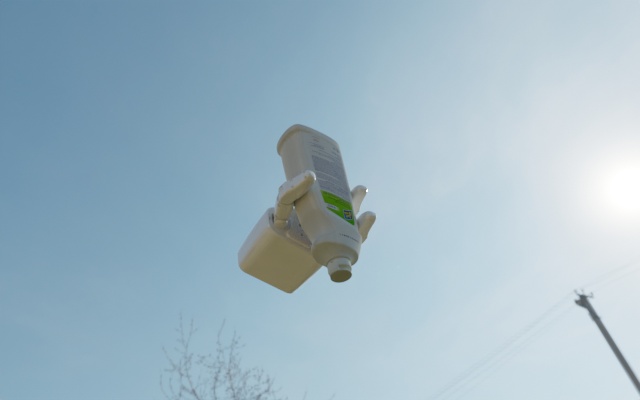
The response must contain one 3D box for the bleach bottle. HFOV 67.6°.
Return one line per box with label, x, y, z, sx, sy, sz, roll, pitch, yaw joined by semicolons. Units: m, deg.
bleach bottle;0.000;0.002;0.678;0.102;0.250;0.068;20;-51;-30
